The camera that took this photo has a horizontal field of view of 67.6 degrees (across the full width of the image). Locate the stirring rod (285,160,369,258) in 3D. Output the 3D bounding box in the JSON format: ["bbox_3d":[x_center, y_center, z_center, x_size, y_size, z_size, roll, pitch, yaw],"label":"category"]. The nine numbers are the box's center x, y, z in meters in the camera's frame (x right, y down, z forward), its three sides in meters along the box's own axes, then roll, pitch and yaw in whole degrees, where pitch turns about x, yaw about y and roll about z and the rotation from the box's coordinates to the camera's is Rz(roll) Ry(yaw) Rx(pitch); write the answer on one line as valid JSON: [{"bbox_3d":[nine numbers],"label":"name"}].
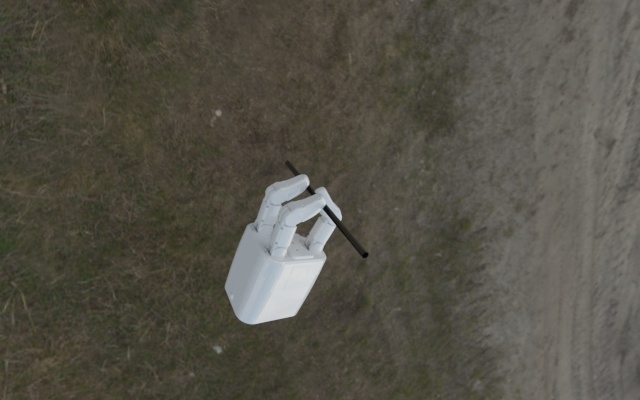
[{"bbox_3d":[0.000,0.002,0.613,0.011,0.011,0.239,0,29,-28],"label":"stirring rod"}]
